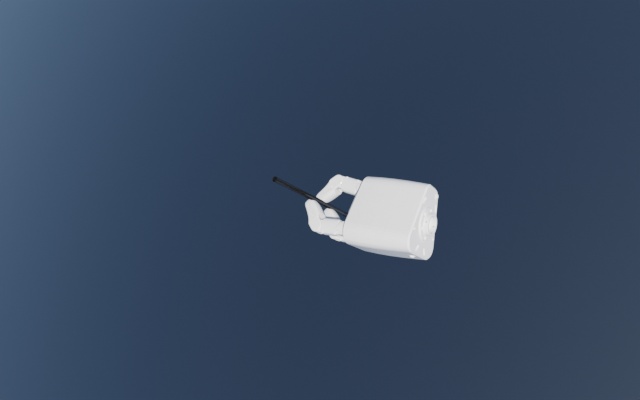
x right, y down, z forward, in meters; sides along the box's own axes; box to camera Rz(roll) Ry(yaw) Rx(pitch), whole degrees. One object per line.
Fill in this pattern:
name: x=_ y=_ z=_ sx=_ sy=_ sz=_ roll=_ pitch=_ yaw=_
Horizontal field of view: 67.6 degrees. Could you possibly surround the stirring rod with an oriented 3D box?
stirring rod: x=0.000 y=0.003 z=0.774 sx=0.011 sy=0.011 sz=0.239 roll=0 pitch=-16 yaw=34
